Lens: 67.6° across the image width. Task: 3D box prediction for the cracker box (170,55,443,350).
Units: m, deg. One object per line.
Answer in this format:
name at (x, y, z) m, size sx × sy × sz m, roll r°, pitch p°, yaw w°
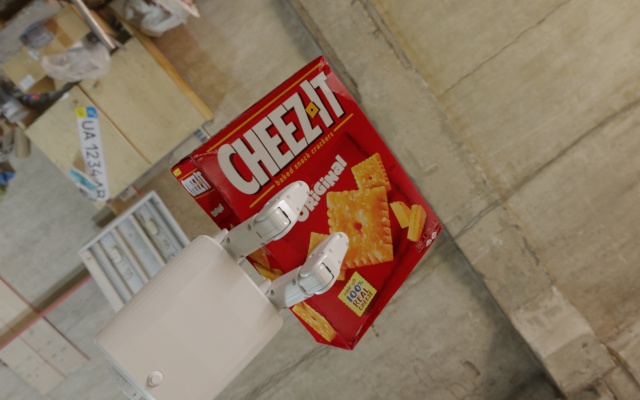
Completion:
cracker box at (0.000, 0.002, 0.443) m, size 0.164 × 0.214 × 0.072 m, roll -45°, pitch 16°, yaw -28°
